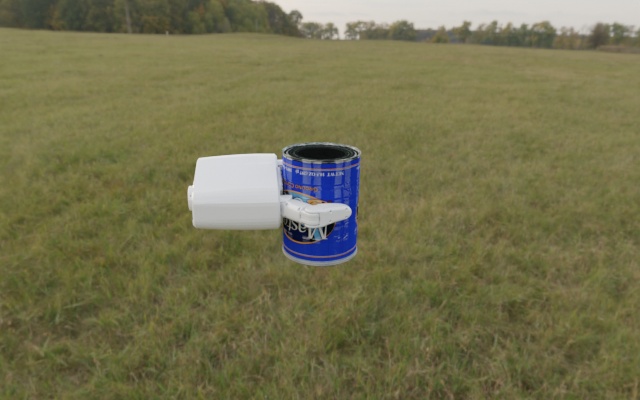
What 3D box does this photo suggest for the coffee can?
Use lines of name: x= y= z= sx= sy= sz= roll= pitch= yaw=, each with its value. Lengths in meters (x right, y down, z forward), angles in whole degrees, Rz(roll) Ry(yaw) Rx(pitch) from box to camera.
coffee can: x=0.000 y=0.002 z=0.635 sx=0.103 sy=0.140 sz=0.102 roll=1 pitch=19 yaw=0
